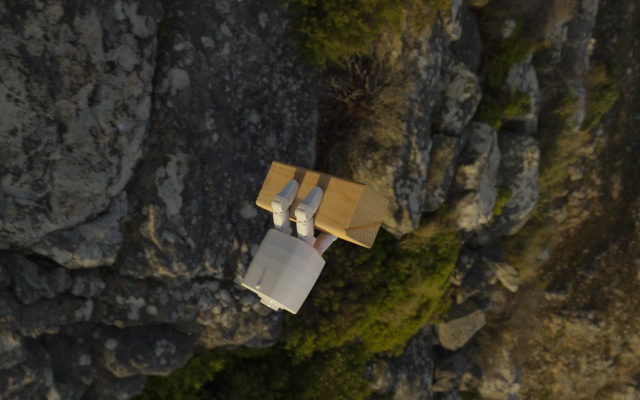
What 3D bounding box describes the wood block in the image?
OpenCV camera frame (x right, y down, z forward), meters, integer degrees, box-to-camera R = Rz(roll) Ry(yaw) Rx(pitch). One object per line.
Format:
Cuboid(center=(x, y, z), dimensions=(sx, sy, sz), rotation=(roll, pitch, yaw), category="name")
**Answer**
Cuboid(center=(0.000, 0.003, 0.830), dimensions=(0.206, 0.090, 0.091), rotation=(18, -7, 38), category="wood block")
